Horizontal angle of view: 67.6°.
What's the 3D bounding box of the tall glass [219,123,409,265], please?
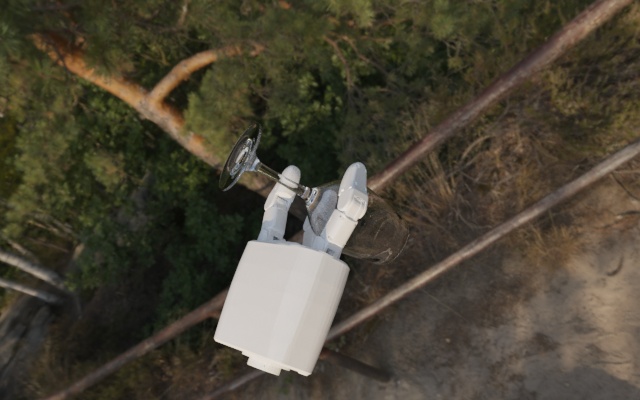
[{"bbox_3d":[0.000,0.001,0.501,0.201,0.079,0.079,29,-13,-25],"label":"tall glass"}]
